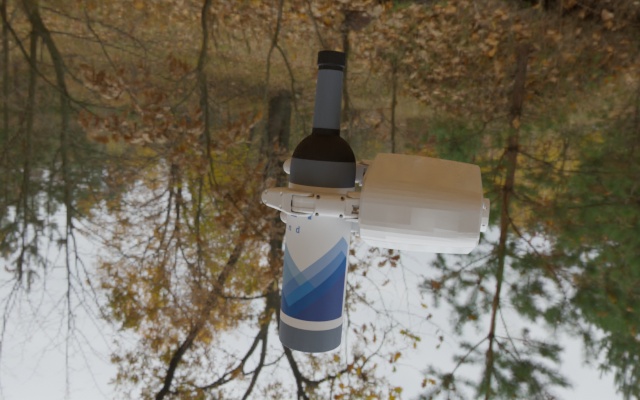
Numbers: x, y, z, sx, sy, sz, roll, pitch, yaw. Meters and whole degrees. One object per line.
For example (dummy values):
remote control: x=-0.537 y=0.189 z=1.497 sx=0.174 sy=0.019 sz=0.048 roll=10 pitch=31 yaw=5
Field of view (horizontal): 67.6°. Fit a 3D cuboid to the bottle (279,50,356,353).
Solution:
bottle: x=0.000 y=0.002 z=0.485 sx=0.069 sy=0.296 sz=0.069 roll=4 pitch=8 yaw=-1
